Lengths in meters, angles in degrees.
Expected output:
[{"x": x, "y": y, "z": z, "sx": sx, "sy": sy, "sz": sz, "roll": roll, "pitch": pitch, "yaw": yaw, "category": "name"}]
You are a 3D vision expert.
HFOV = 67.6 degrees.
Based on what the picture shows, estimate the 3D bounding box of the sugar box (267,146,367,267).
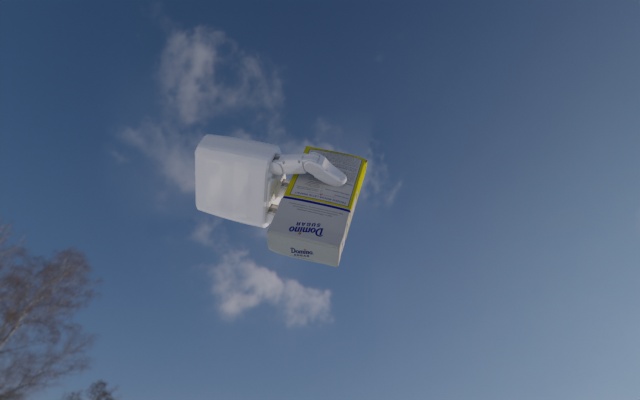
[{"x": 0.000, "y": 0.002, "z": 0.638, "sx": 0.093, "sy": 0.048, "sz": 0.176, "roll": 13, "pitch": 47, "yaw": 9, "category": "sugar box"}]
